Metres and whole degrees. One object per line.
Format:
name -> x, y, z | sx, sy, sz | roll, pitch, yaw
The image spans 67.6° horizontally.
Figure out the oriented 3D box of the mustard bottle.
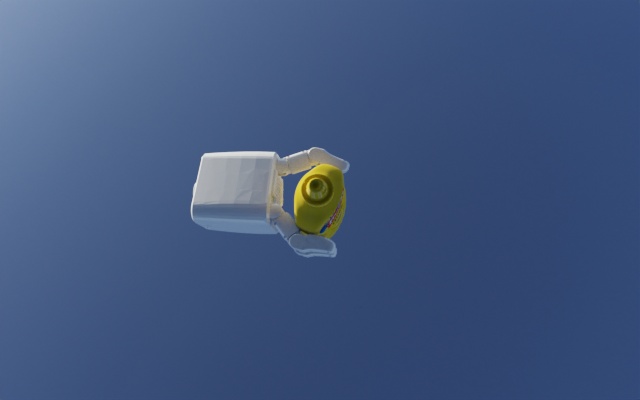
mustard bottle -> 0.000, 0.002, 0.650 | 0.058, 0.096, 0.192 | 25, -10, 9
